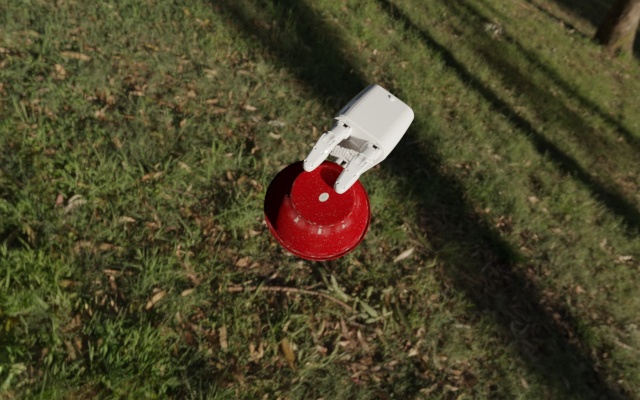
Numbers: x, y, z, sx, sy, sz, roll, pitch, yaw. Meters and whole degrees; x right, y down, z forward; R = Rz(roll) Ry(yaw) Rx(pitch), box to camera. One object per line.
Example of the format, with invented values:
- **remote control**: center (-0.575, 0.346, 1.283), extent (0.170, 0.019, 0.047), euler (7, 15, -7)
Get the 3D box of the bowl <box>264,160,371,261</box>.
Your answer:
- **bowl**: center (0.000, 0.003, 0.687), extent (0.162, 0.162, 0.055), euler (0, -20, -9)
